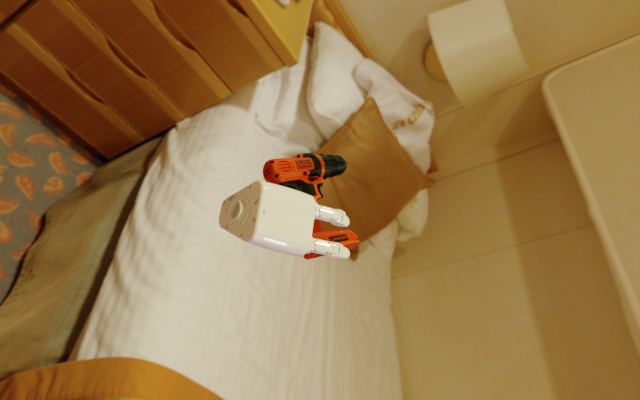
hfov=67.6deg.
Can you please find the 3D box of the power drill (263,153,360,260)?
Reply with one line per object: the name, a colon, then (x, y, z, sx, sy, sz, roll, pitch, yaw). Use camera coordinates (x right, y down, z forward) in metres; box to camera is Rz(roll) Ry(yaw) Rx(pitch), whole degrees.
power drill: (0.000, 0.003, 0.856, 0.184, 0.187, 0.057, -10, -19, -39)
